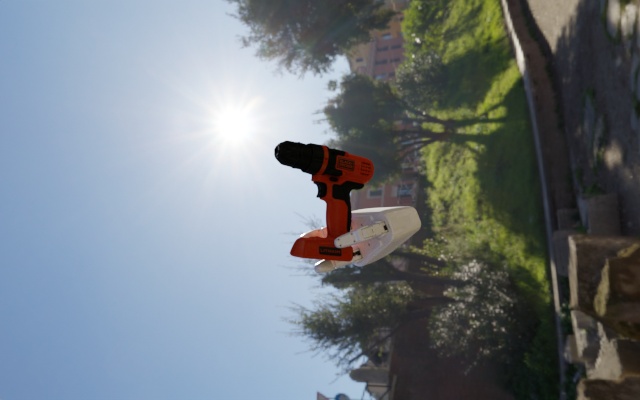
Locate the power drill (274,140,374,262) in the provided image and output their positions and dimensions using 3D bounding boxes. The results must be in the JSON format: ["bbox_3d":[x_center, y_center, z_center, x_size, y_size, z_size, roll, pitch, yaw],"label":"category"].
[{"bbox_3d":[0.000,0.003,0.785,0.184,0.187,0.057,10,-4,-29],"label":"power drill"}]
